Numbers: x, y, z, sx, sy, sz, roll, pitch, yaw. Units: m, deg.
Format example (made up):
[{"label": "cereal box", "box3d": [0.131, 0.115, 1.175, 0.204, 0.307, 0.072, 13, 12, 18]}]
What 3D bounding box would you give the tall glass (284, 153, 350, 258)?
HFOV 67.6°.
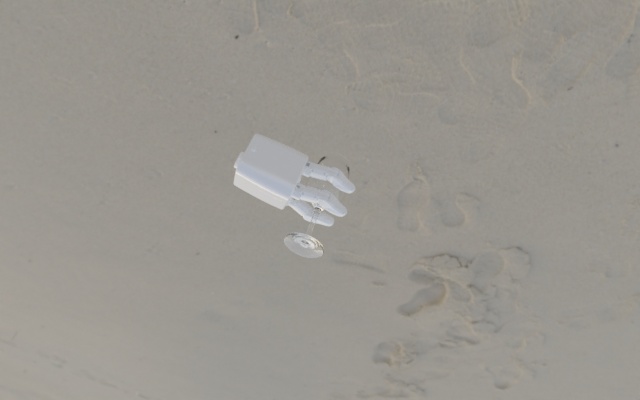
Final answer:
[{"label": "tall glass", "box3d": [0.000, 0.004, 0.887, 0.079, 0.201, 0.079, 14, -35, 10]}]
